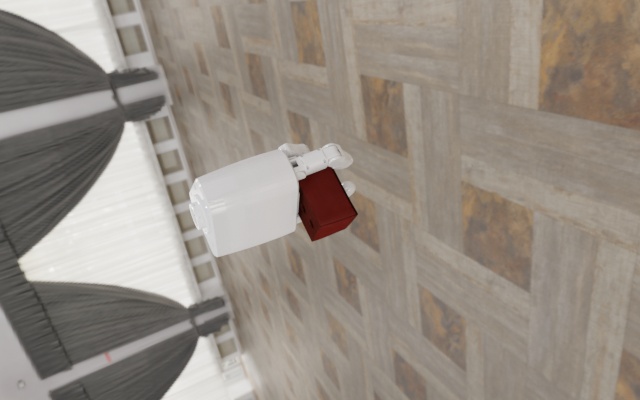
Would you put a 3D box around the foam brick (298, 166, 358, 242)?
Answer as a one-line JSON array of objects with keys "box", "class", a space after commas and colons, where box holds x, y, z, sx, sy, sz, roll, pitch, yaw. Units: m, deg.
[{"box": [0.000, 0.002, 0.585, 0.051, 0.078, 0.053, -20, -19, -22], "class": "foam brick"}]
